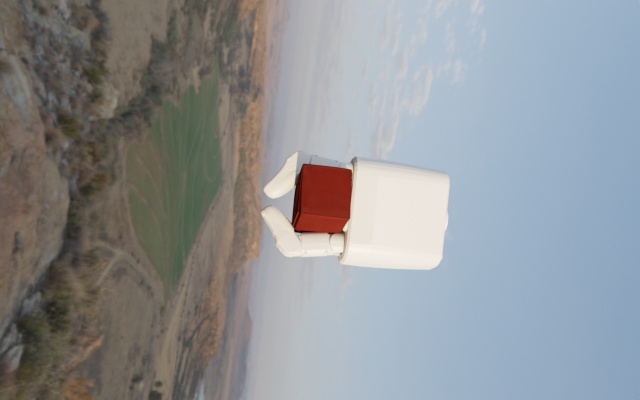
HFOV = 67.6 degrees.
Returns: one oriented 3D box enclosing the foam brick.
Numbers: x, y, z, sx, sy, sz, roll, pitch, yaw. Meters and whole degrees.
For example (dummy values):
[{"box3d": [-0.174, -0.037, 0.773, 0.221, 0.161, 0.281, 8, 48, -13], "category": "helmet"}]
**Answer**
[{"box3d": [0.000, 0.002, 0.493, 0.051, 0.053, 0.078, 7, -18, -7], "category": "foam brick"}]
